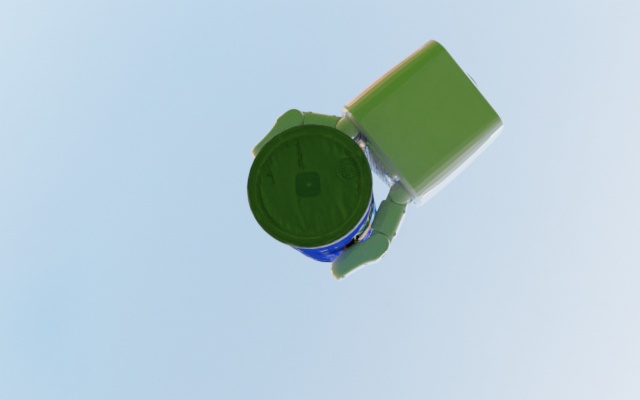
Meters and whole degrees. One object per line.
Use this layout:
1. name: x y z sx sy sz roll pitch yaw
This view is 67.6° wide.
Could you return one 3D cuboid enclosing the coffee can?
1. coffee can: 0.000 0.002 0.448 0.103 0.102 0.140 0 -12 8
